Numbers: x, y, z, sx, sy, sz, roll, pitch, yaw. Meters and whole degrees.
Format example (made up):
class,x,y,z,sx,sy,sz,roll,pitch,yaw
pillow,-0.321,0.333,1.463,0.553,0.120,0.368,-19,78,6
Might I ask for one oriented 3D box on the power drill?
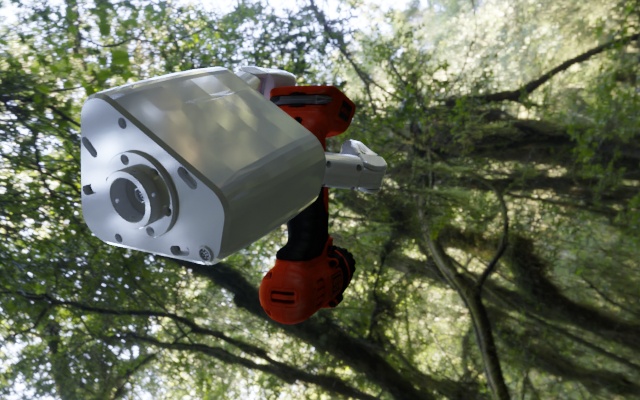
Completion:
class,x,y,z,sx,sy,sz,roll,pitch,yaw
power drill,0.000,0.001,0.426,0.057,0.187,0.184,0,1,14
